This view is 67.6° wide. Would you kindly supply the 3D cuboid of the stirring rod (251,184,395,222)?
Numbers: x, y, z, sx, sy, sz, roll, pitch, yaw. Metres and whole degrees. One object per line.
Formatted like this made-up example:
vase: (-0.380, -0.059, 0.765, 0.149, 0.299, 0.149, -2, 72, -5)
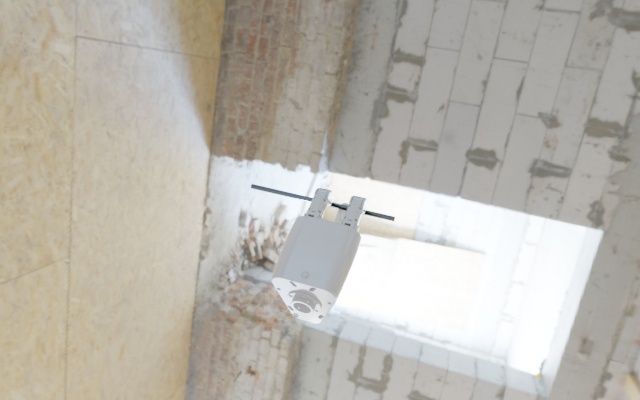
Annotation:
stirring rod: (0.000, 0.003, 0.762, 0.239, 0.011, 0.011, 13, 3, 13)
